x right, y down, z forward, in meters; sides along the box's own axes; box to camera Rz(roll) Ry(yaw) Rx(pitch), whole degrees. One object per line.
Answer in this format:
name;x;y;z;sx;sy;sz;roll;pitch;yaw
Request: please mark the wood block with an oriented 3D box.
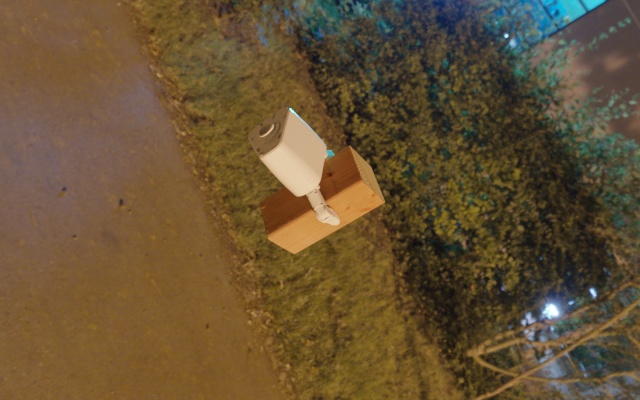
wood block;0.000;0.003;0.885;0.206;0.090;0.090;-31;-39;19
